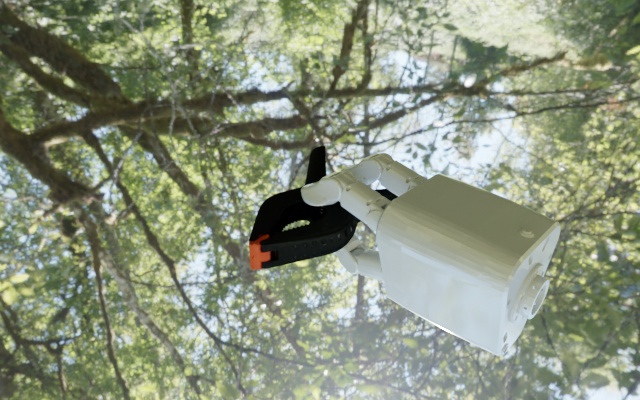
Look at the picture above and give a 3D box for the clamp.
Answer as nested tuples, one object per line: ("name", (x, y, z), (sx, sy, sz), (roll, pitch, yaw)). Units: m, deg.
("clamp", (0.000, 0.003, 0.473), (0.164, 0.036, 0.210), (26, 39, 37))
